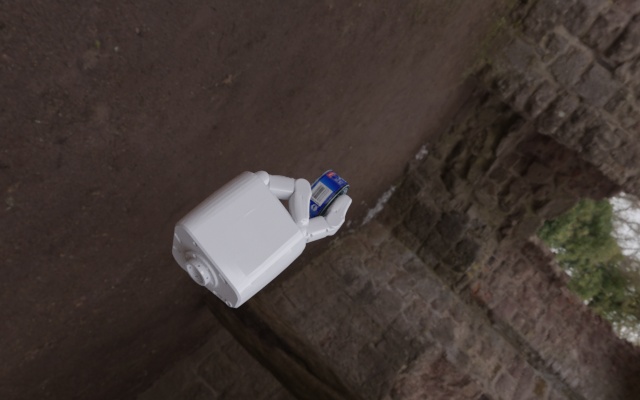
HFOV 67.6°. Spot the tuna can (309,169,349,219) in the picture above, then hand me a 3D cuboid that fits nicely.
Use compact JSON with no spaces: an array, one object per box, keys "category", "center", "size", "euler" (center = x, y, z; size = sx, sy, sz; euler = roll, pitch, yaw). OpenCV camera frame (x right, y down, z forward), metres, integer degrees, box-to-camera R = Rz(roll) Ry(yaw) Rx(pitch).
[{"category":"tuna can","center":[0.001,0.002,0.636],"size":[0.033,0.086,0.086],"euler":[39,8,10]}]
